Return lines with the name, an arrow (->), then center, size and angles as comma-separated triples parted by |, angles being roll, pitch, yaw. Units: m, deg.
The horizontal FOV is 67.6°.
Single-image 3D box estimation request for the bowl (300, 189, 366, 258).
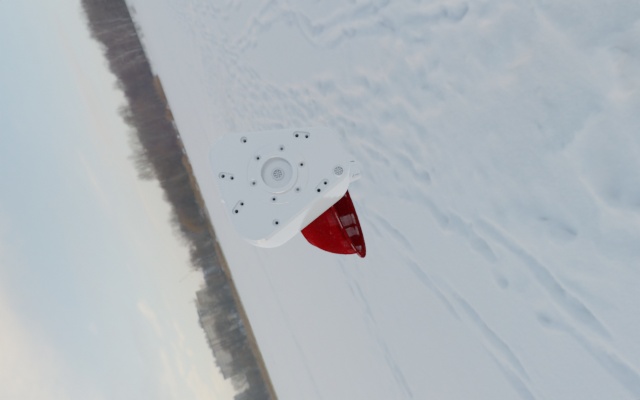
bowl -> 0.000, 0.002, 0.577 | 0.055, 0.162, 0.162 | -22, -5, 11
